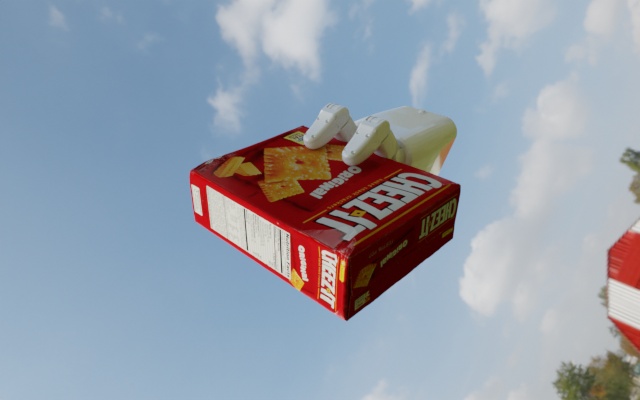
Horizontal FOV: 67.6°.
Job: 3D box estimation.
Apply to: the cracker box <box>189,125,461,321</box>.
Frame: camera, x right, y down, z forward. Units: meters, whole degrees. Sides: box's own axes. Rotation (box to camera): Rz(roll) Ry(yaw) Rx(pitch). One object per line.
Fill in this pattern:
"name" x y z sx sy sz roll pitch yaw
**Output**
"cracker box" 0.000 0.002 0.470 0.213 0.072 0.164 26 39 37
